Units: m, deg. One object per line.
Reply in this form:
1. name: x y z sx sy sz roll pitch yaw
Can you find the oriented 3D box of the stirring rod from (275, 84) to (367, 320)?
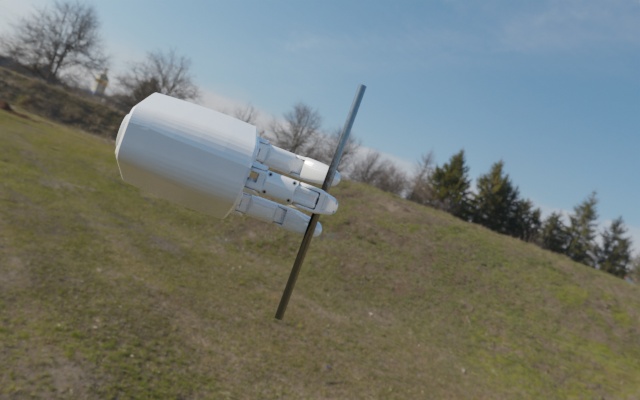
1. stirring rod: 0.000 0.002 0.464 0.011 0.239 0.011 20 0 0
